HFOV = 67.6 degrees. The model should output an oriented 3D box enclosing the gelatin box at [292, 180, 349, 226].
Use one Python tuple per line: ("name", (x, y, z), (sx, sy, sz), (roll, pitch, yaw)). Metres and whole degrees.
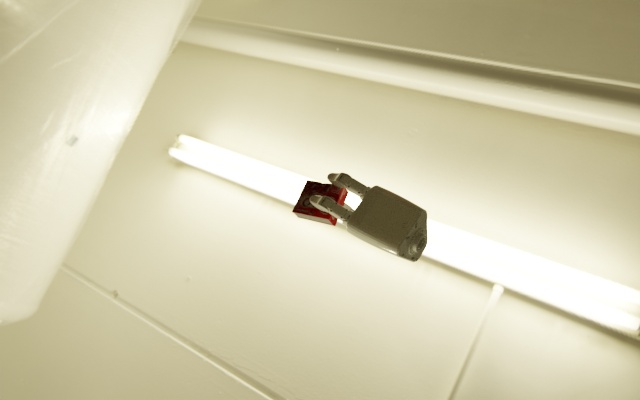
("gelatin box", (0.000, 0.003, 0.898), (0.089, 0.073, 0.030), (11, -23, 33))
